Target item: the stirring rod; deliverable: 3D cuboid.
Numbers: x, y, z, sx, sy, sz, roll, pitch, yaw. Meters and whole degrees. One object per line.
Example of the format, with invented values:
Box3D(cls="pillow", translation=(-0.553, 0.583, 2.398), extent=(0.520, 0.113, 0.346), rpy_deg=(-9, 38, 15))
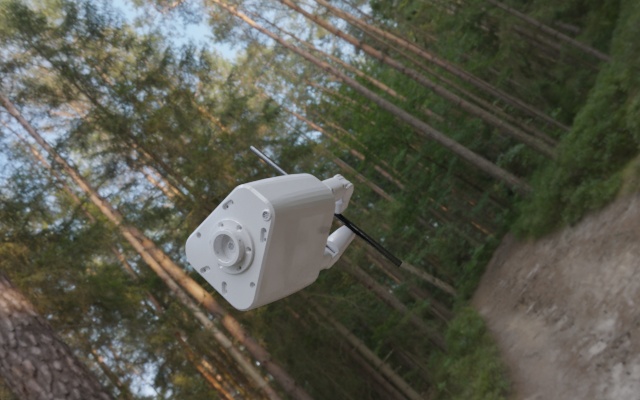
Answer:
Box3D(cls="stirring rod", translation=(0.000, 0.002, 0.574), extent=(0.239, 0.011, 0.011), rpy_deg=(38, 15, 20))
